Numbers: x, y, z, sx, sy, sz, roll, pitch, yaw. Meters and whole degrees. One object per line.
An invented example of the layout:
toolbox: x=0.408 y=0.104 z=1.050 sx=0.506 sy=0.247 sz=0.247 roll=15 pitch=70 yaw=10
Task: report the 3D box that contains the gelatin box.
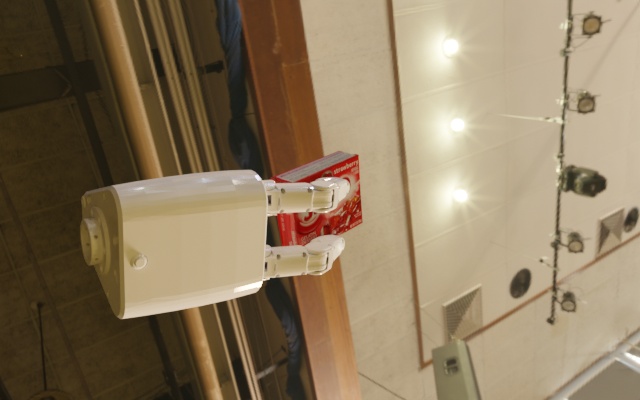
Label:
gelatin box: x=0.000 y=0.001 z=0.447 sx=0.089 sy=0.073 sz=0.030 roll=-26 pitch=31 yaw=-38
